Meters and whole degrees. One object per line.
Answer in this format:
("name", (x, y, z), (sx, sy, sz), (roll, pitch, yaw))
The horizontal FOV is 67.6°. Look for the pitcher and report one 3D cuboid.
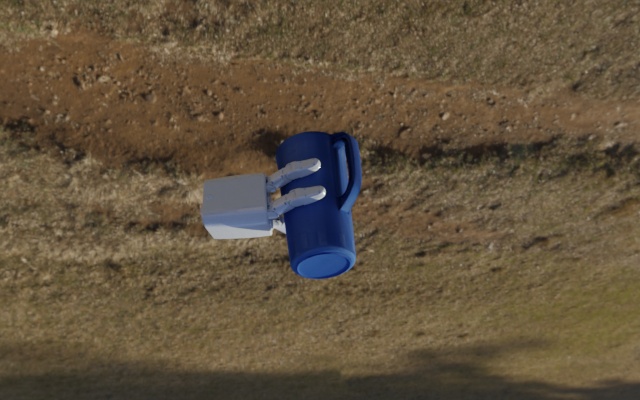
("pitcher", (0.000, 0.003, 0.829), (0.145, 0.242, 0.149), (-5, -34, -4))
